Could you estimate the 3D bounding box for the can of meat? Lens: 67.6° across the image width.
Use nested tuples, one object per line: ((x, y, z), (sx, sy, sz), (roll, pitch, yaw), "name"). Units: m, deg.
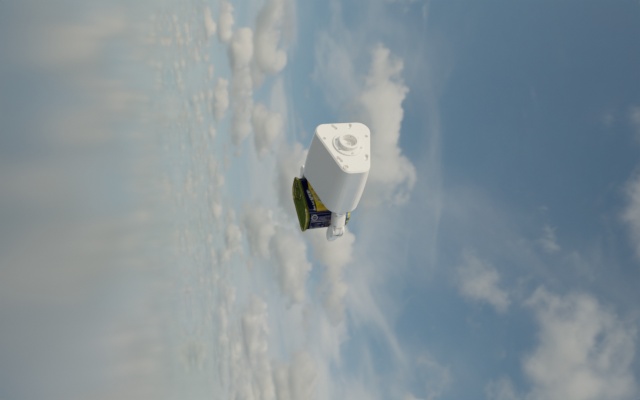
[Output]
((0.000, 0.003, 0.875), (0.084, 0.102, 0.057), (-5, -38, -16), "can of meat")
